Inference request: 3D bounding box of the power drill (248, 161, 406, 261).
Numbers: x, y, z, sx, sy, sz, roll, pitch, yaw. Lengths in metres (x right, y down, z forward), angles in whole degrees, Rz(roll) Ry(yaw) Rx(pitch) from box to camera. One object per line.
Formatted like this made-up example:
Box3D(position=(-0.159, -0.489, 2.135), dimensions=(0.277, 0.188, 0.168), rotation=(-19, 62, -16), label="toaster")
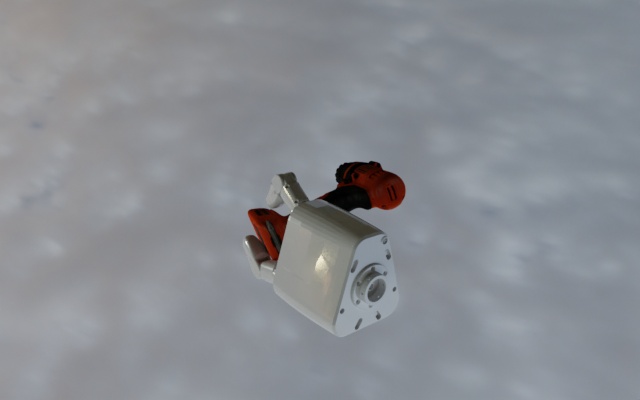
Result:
Box3D(position=(0.000, 0.002, 0.635), dimensions=(0.187, 0.057, 0.184), rotation=(-26, 14, -10), label="power drill")
